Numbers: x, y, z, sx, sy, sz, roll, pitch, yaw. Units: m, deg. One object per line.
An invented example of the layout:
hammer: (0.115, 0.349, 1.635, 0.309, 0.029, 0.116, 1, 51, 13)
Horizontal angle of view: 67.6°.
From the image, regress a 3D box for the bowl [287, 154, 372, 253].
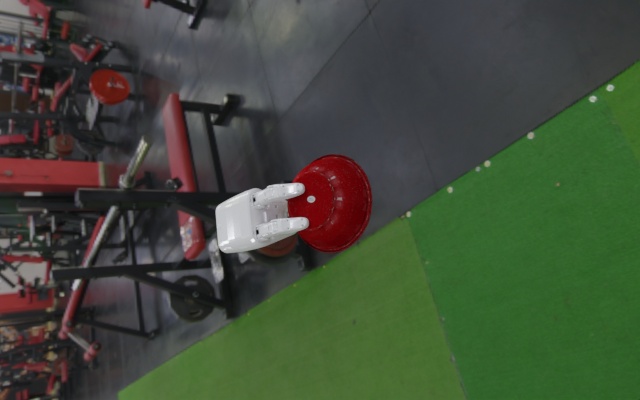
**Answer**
bowl: (0.001, 0.002, 0.757, 0.162, 0.162, 0.055, 0, -5, 36)
